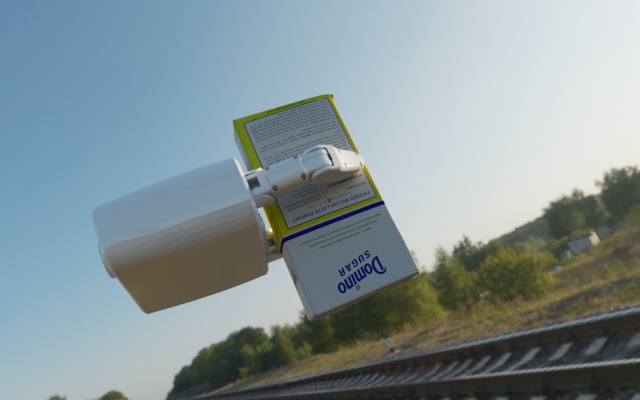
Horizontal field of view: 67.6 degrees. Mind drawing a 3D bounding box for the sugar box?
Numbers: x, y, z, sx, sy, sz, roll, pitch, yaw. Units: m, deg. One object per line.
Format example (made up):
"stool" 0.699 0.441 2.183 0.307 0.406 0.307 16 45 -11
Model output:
"sugar box" 0.000 0.001 0.401 0.093 0.176 0.048 -19 -15 -14
